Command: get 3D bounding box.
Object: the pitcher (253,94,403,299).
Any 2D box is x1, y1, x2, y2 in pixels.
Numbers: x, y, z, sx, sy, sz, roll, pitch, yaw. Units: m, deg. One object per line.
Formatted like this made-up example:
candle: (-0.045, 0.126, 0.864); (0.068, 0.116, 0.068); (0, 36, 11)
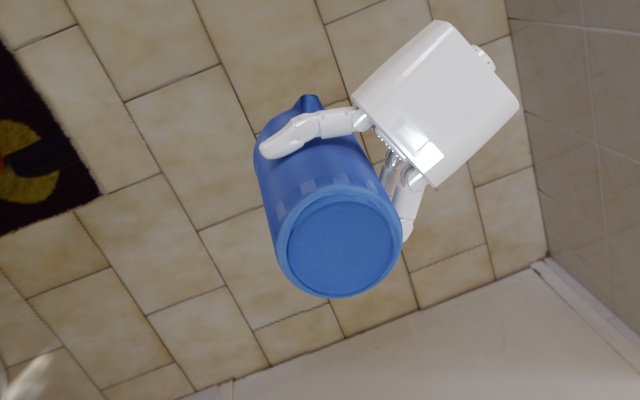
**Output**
pitcher: (0.000, 0.001, 0.499); (0.149, 0.145, 0.242); (44, 11, -23)
